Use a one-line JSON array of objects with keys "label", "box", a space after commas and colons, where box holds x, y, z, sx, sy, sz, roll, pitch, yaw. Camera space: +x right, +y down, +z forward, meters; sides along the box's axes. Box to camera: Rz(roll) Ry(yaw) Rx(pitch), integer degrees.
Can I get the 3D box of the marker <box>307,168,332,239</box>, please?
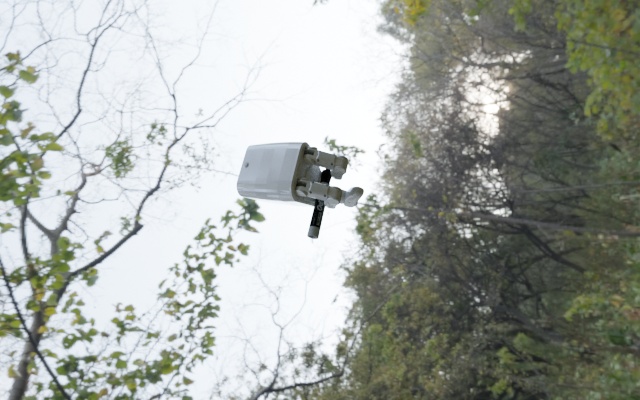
[{"label": "marker", "box": [0.000, 0.003, 0.766, 0.020, 0.121, 0.020, 11, -21, 4]}]
